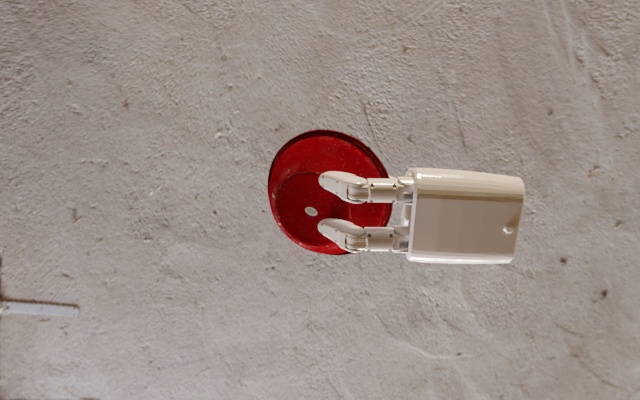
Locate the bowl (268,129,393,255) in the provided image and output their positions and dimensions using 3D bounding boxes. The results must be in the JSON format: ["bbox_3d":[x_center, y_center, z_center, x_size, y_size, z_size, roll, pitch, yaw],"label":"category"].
[{"bbox_3d":[-0.001,0.002,0.558,0.162,0.162,0.055,0,20,22],"label":"bowl"}]
